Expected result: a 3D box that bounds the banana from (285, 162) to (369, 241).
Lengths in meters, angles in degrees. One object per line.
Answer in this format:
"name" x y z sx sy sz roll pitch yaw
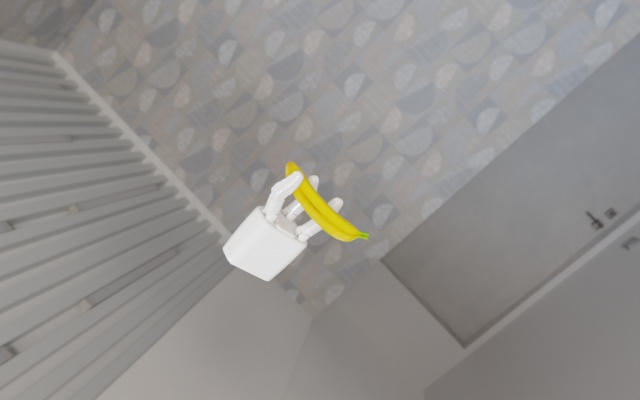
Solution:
"banana" -0.005 0.006 0.817 0.197 0.037 0.069 46 18 13
